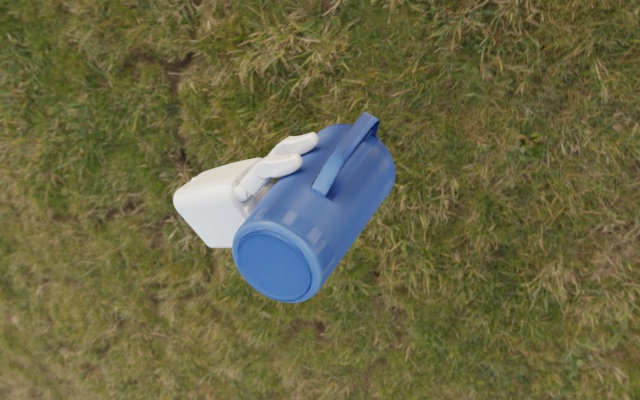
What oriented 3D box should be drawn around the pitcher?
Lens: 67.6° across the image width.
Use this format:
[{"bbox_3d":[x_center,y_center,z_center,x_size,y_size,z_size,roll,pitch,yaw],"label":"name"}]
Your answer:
[{"bbox_3d":[0.000,0.002,0.586,0.145,0.149,0.242,-9,26,31],"label":"pitcher"}]
